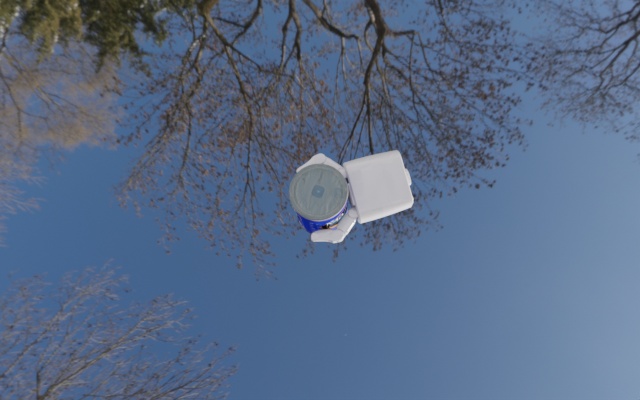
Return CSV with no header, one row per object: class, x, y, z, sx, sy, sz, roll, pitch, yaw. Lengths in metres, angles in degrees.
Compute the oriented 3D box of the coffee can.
coffee can,0.000,0.003,0.888,0.103,0.102,0.140,0,-16,3
